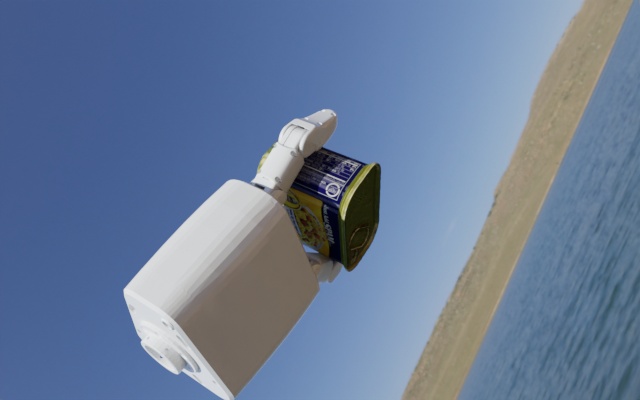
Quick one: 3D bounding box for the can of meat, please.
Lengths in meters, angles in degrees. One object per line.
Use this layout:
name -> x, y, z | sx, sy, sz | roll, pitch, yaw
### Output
can of meat -> 0.000, 0.001, 0.401 | 0.084, 0.057, 0.102 | 23, -34, 23
